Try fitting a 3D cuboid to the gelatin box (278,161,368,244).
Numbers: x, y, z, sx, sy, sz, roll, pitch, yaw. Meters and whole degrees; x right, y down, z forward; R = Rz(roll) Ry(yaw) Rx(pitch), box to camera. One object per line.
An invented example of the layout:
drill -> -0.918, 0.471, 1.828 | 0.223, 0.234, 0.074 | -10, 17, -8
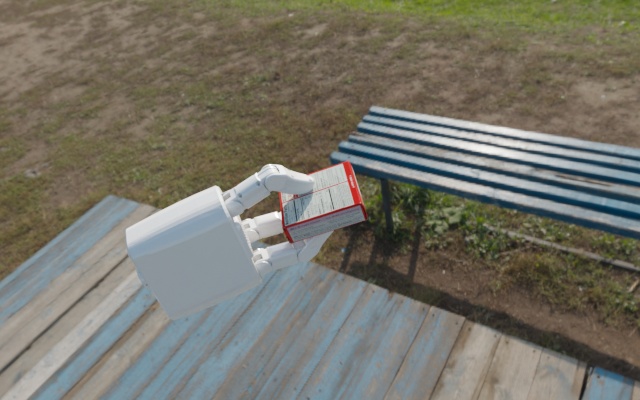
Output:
gelatin box -> 0.000, 0.001, 0.523 | 0.089, 0.030, 0.073 | -19, 42, 6
